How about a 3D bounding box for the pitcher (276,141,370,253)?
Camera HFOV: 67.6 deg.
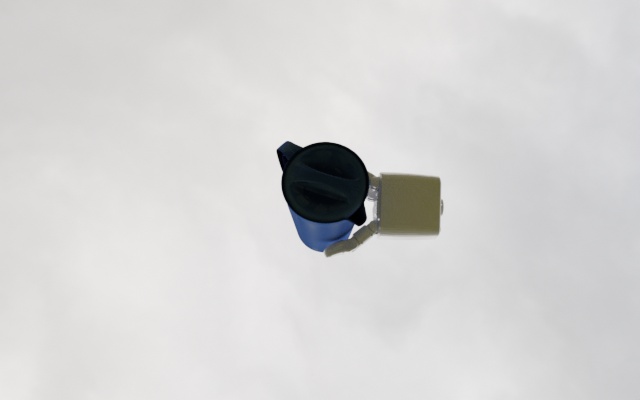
[{"bbox_3d":[0.000,0.003,0.823,0.145,0.149,0.243,0,-20,0],"label":"pitcher"}]
